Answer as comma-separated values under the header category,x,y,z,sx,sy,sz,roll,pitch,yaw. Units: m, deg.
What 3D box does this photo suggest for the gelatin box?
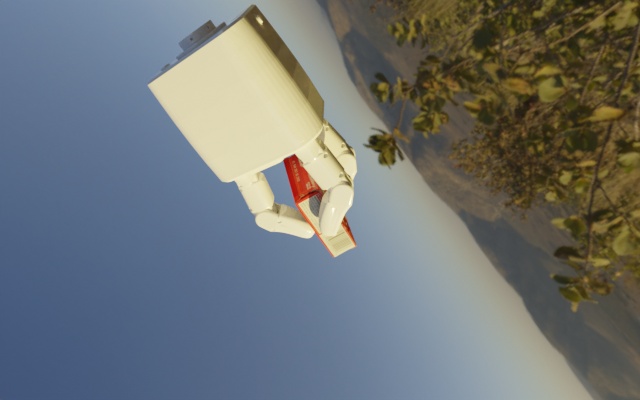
category,x,y,z,sx,sy,sz,roll,pitch,yaw
gelatin box,0.000,0.002,0.480,0.030,0.089,0.073,-27,39,8
